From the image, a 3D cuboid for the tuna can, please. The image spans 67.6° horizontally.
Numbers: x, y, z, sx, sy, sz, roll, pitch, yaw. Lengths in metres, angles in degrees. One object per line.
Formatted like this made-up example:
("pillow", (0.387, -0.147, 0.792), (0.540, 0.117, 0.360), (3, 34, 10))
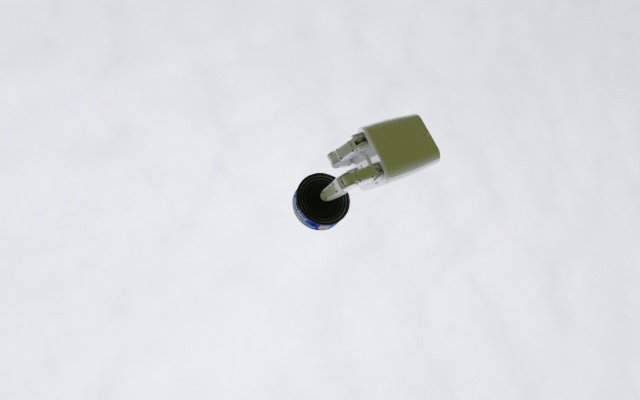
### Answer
("tuna can", (0.000, 0.003, 0.735), (0.086, 0.086, 0.034), (0, -21, -18))
